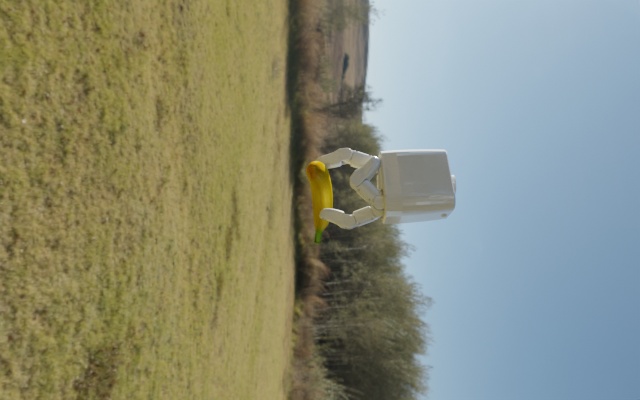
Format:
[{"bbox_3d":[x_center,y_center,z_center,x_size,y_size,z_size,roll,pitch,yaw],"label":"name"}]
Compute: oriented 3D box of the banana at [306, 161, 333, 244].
[{"bbox_3d":[0.001,-0.010,0.794,0.037,0.069,0.198,-2,-39,4],"label":"banana"}]
